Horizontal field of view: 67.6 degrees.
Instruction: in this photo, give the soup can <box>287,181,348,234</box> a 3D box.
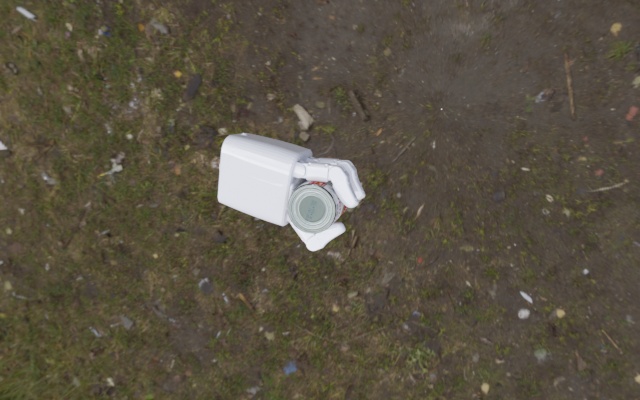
[{"bbox_3d":[0.000,0.002,0.664,0.068,0.068,0.102,0,11,14],"label":"soup can"}]
